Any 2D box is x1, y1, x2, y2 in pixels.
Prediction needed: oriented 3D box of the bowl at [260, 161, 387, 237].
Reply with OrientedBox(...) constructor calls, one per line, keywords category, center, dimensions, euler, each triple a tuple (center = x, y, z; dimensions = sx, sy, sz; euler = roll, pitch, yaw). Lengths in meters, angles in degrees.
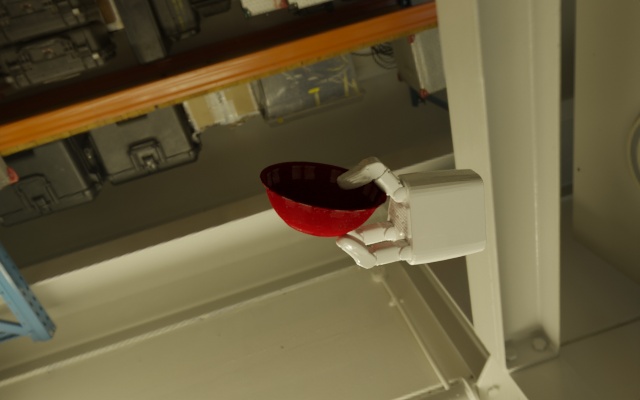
OrientedBox(category="bowl", center=(-0.001, 0.002, 0.609), dimensions=(0.162, 0.055, 0.162), euler=(9, 22, -4))
